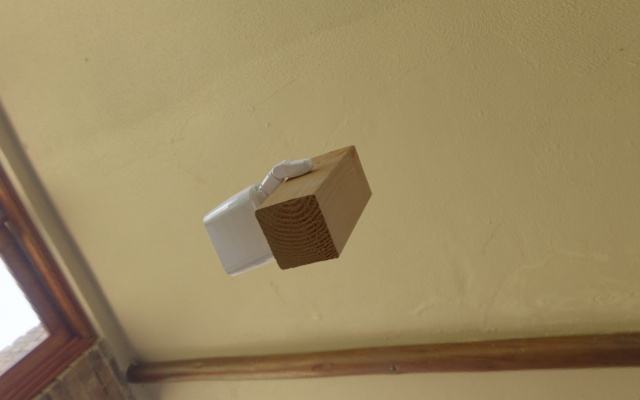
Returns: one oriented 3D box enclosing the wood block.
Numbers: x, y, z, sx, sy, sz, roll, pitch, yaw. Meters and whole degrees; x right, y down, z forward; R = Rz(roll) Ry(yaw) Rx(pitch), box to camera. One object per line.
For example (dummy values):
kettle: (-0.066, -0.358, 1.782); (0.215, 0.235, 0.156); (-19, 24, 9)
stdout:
wood block: (0.000, 0.002, 0.683); (0.090, 0.091, 0.206); (-15, 17, 24)
